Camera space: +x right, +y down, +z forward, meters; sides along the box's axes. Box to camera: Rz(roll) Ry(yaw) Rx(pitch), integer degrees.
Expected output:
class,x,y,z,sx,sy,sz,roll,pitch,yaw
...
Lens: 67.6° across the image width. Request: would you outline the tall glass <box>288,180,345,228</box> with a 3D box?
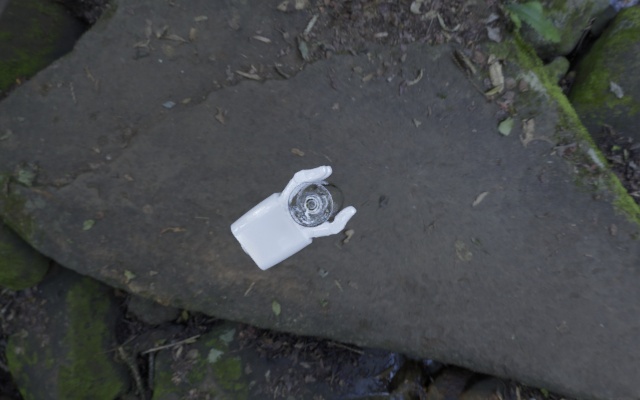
class,x,y,z,sx,sy,sz,roll,pitch,yaw
tall glass,0.000,0.003,0.862,0.079,0.079,0.201,0,3,10
